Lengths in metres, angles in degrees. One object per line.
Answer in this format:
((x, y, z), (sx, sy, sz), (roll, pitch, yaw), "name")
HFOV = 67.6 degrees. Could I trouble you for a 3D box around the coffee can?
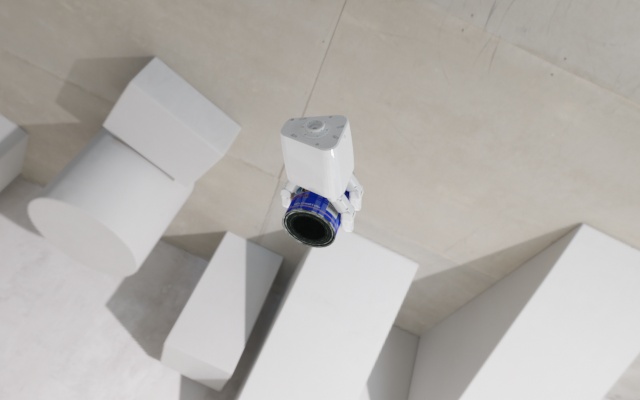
((0.000, 0.003, 0.896), (0.103, 0.140, 0.103), (14, -40, 12), "coffee can")
